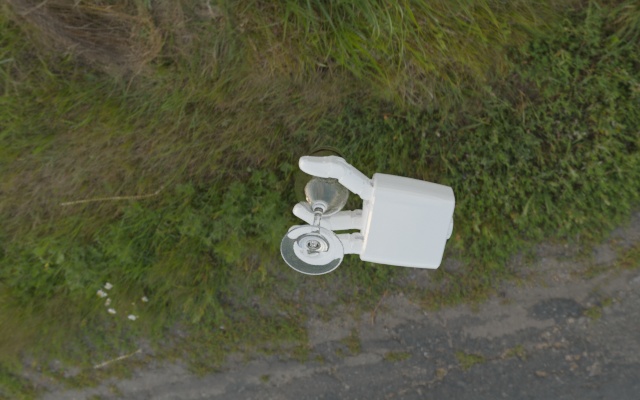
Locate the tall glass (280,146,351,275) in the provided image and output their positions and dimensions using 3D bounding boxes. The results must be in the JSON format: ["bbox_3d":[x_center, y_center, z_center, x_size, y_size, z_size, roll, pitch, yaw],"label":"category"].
[{"bbox_3d":[0.000,0.002,0.631,0.079,0.079,0.201,0,35,6],"label":"tall glass"}]
